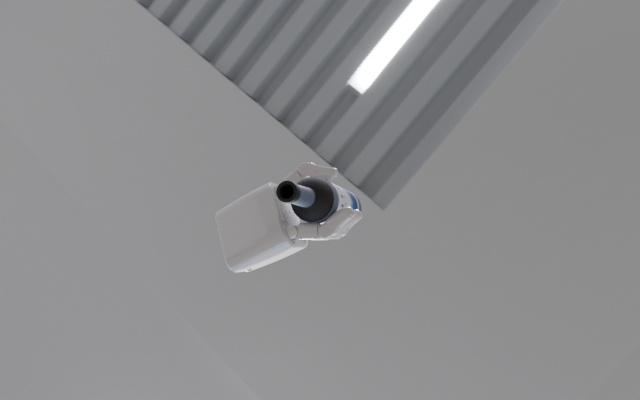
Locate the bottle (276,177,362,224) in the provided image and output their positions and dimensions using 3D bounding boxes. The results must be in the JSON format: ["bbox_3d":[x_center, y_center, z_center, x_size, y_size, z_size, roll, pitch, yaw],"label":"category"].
[{"bbox_3d":[0.000,0.002,0.720,0.069,0.069,0.296,0,-5,16],"label":"bottle"}]
